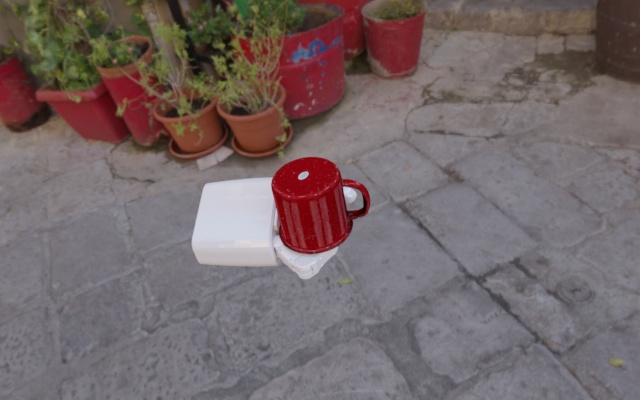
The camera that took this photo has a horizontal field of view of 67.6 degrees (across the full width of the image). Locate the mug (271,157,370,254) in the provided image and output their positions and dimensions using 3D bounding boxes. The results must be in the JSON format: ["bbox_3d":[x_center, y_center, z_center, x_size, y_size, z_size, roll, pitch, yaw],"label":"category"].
[{"bbox_3d":[0.001,0.002,0.563,0.117,0.082,0.093,-3,40,10],"label":"mug"}]
